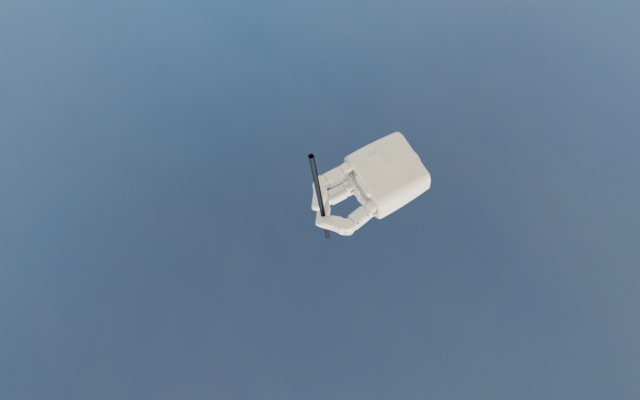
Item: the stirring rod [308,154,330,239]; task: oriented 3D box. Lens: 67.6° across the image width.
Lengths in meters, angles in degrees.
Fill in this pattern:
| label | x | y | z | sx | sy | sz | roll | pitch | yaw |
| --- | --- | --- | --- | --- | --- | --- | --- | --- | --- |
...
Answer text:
| label | x | y | z | sx | sy | sz | roll | pitch | yaw |
| --- | --- | --- | --- | --- | --- | --- | --- | --- | --- |
| stirring rod | 0.000 | 0.002 | 0.744 | 0.011 | 0.011 | 0.240 | 0 | -31 | 7 |
